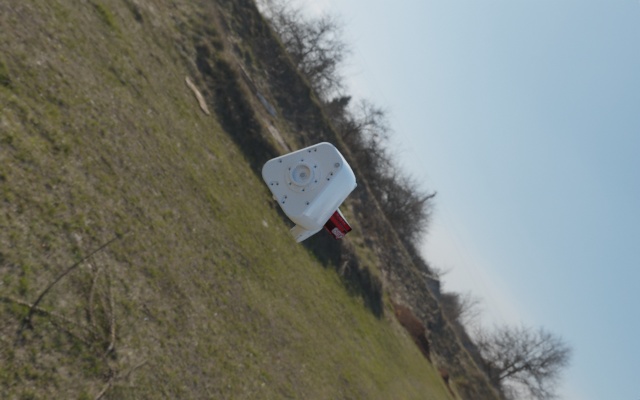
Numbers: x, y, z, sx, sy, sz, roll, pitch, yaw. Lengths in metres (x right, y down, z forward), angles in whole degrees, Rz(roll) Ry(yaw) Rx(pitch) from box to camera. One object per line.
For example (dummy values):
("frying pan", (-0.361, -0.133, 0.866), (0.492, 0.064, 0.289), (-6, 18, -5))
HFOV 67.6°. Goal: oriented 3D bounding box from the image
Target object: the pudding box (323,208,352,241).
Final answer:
("pudding box", (0.000, 0.003, 0.807), (0.039, 0.113, 0.090), (-34, -43, 4))
